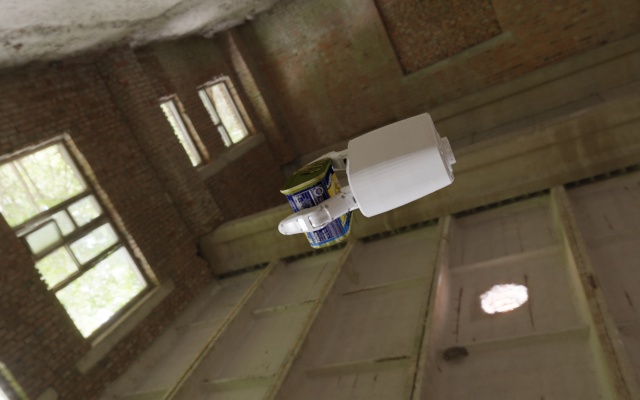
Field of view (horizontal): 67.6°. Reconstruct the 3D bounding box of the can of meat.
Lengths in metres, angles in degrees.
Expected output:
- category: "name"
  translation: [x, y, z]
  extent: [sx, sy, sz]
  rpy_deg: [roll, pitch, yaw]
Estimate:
- category: "can of meat"
  translation: [0.000, 0.002, 0.601]
  extent: [0.057, 0.084, 0.102]
  rpy_deg: [-22, 15, 15]
